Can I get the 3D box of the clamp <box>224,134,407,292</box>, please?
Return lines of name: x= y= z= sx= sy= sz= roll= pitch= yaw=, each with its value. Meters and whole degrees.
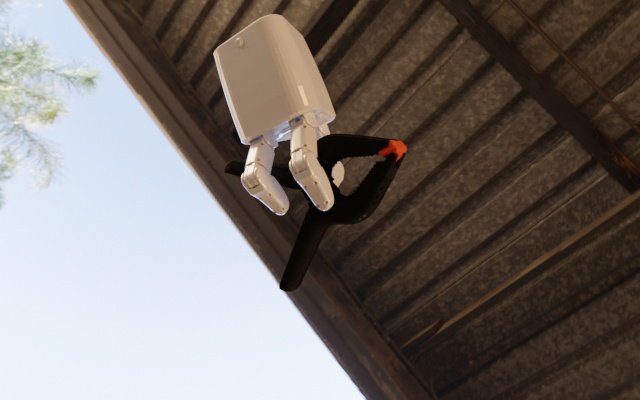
clamp: x=0.001 y=0.001 z=0.504 sx=0.210 sy=0.164 sz=0.036 roll=-21 pitch=-1 yaw=31
